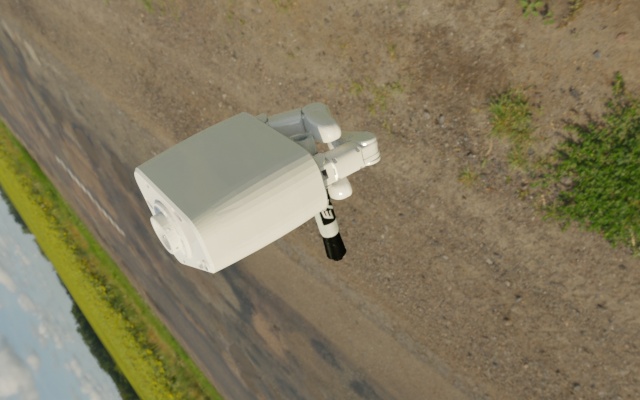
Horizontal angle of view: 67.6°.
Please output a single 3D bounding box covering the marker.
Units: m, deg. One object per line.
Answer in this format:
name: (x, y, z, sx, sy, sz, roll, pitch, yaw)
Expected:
marker: (0.000, 0.001, 0.410, 0.020, 0.121, 0.020, -14, 27, 7)
